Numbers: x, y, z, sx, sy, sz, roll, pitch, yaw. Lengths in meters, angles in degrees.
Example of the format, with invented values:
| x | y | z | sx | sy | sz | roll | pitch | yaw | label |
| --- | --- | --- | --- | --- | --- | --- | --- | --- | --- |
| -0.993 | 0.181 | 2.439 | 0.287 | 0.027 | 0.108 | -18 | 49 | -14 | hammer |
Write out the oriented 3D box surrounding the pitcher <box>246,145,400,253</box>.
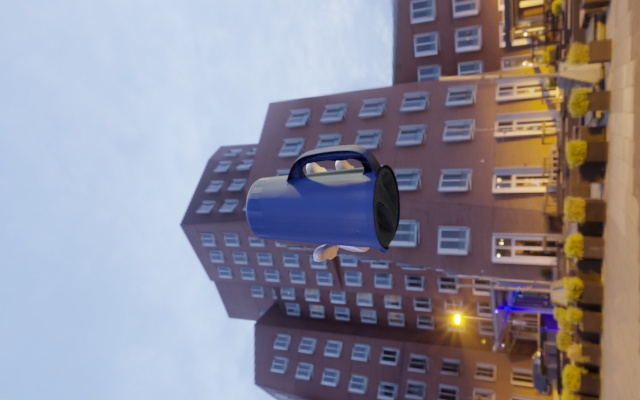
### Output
| x | y | z | sx | sy | sz | roll | pitch | yaw | label |
| --- | --- | --- | --- | --- | --- | --- | --- | --- | --- |
| 0.000 | 0.003 | 0.789 | 0.243 | 0.149 | 0.145 | -1 | -14 | 25 | pitcher |
